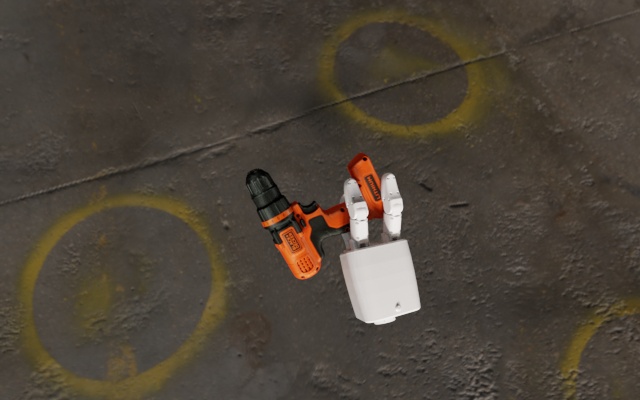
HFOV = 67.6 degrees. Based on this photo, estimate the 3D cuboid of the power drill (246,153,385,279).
[{"bbox_3d":[0.001,0.002,0.729,0.187,0.184,0.057,-29,12,-4],"label":"power drill"}]
